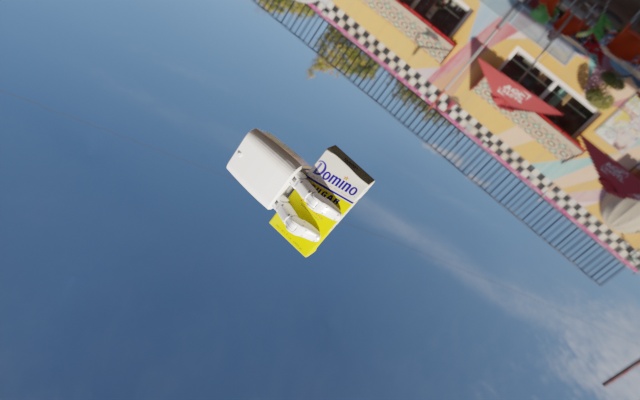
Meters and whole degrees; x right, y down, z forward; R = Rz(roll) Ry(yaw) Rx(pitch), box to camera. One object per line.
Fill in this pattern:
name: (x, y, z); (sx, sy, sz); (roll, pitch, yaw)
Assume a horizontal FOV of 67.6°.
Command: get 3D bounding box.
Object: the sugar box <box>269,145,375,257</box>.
sugar box: (0.000, 0.003, 0.806); (0.093, 0.176, 0.048); (42, 27, 7)
